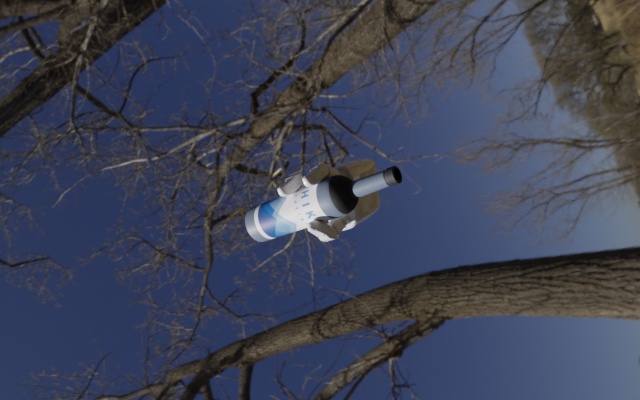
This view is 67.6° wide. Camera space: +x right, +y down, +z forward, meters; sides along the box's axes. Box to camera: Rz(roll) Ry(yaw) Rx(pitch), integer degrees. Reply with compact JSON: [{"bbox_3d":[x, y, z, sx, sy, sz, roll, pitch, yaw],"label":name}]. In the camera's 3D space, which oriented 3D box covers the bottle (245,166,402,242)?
[{"bbox_3d":[0.000,0.003,0.785,0.296,0.069,0.069,-20,-12,35],"label":"bottle"}]
